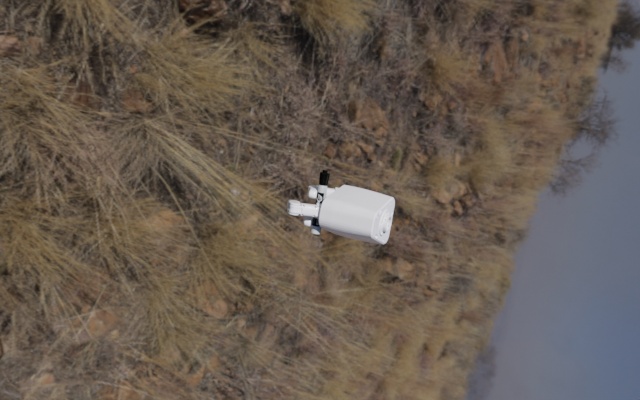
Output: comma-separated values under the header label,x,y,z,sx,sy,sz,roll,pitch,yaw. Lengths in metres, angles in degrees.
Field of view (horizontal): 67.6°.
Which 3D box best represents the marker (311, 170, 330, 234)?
label,x,y,z,sx,sy,sz,roll,pitch,yaw
marker,0.000,0.003,0.891,0.020,0.121,0.020,9,9,-1
